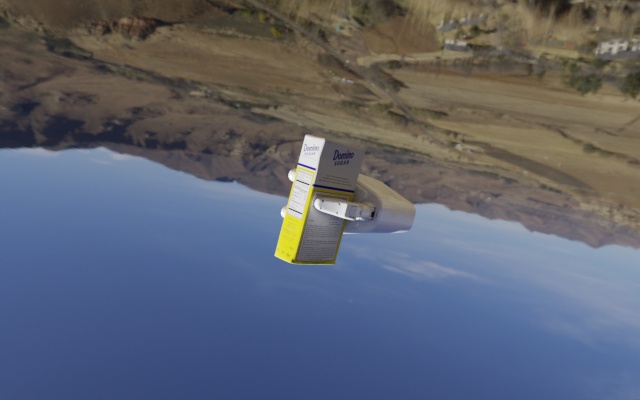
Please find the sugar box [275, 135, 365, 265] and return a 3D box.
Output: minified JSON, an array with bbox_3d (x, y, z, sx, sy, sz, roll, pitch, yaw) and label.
[{"bbox_3d":[0.000,0.002,0.679,0.048,0.176,0.093,18,6,42],"label":"sugar box"}]
